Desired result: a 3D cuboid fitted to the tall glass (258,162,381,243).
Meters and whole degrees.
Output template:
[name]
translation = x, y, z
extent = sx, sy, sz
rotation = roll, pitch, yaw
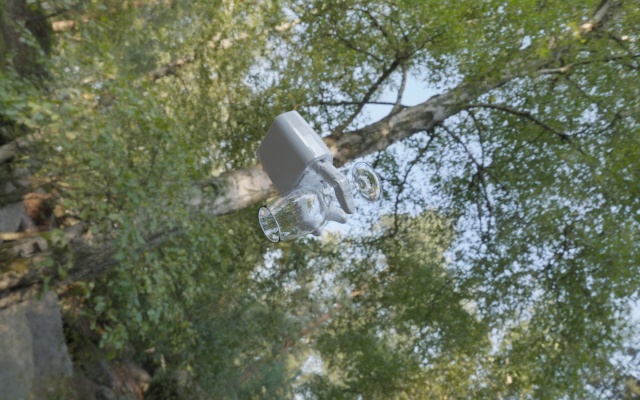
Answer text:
[tall glass]
translation = 0.001, 0.002, 0.772
extent = 0.201, 0.079, 0.079
rotation = -24, 13, -30
